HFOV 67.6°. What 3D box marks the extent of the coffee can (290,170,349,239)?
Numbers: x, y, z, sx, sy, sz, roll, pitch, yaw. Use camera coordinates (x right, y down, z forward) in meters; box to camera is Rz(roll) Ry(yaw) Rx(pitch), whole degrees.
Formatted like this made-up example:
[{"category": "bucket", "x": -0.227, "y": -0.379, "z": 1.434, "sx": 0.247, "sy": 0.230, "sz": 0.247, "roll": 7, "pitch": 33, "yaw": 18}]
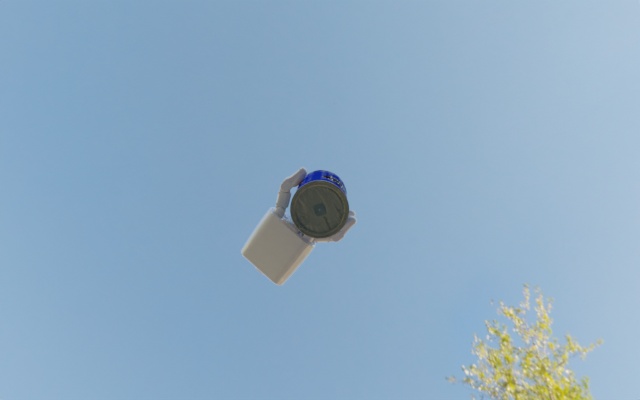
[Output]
[{"category": "coffee can", "x": 0.000, "y": 0.003, "z": 0.890, "sx": 0.103, "sy": 0.103, "sz": 0.140, "roll": 0, "pitch": 11, "yaw": 2}]
